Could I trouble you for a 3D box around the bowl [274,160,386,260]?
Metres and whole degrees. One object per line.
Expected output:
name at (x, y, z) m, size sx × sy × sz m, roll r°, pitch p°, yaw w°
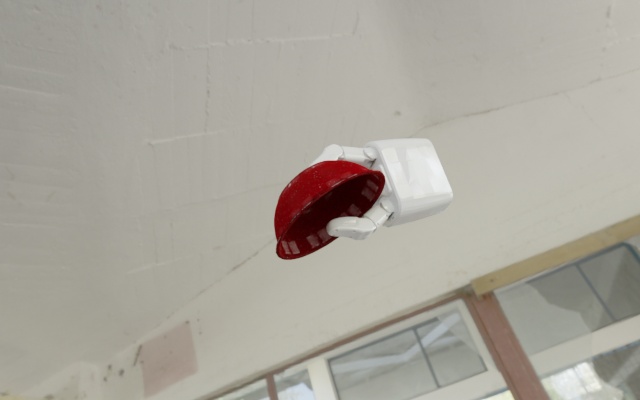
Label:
bowl at (-0.001, 0.002, 0.585) m, size 0.162 × 0.055 × 0.162 m, roll -32°, pitch -22°, yaw -15°
